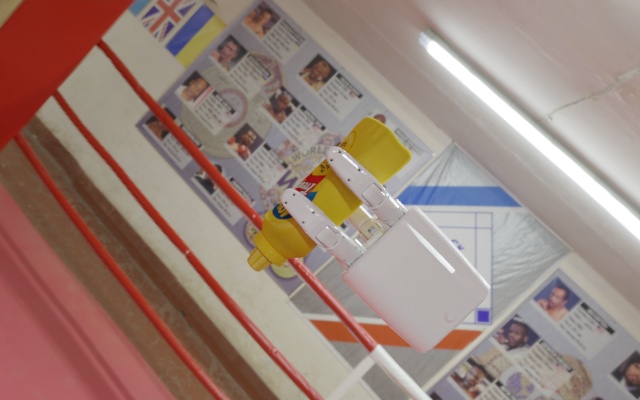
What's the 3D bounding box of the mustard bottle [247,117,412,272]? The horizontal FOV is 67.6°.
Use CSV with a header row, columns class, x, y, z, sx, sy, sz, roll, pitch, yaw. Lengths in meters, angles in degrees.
class,x,y,z,sx,sy,sz,roll,pitch,yaw
mustard bottle,0.000,0.001,0.482,0.058,0.191,0.096,45,5,-19
